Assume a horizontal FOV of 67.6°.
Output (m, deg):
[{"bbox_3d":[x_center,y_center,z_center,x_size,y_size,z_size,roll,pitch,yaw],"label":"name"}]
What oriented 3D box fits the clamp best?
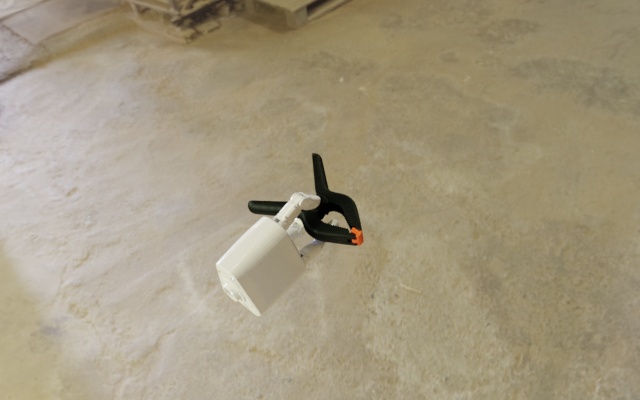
[{"bbox_3d":[0.000,0.003,0.808,0.210,0.164,0.036,29,-27,32],"label":"clamp"}]
